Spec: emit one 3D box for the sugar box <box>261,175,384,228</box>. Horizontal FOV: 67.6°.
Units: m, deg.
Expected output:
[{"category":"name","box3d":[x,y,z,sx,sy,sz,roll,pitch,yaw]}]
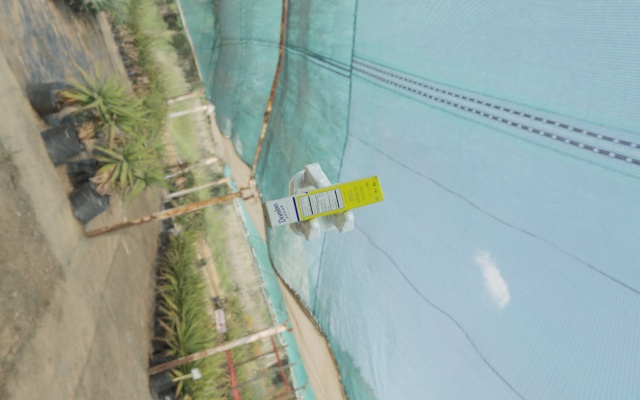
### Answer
[{"category":"sugar box","box3d":[0.000,0.003,0.740,0.176,0.048,0.093,-16,1,-10]}]
